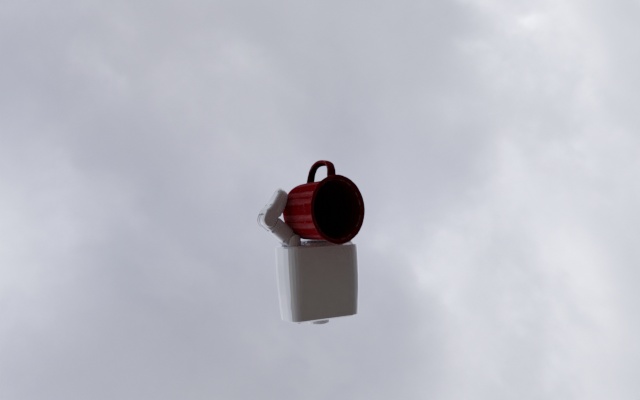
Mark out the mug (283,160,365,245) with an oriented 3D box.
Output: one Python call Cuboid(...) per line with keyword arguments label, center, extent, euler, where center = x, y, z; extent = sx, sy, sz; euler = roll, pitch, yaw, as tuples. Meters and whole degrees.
Cuboid(label="mug", center=(0.000, 0.001, 0.665), extent=(0.093, 0.117, 0.081), euler=(0, -3, -37))
